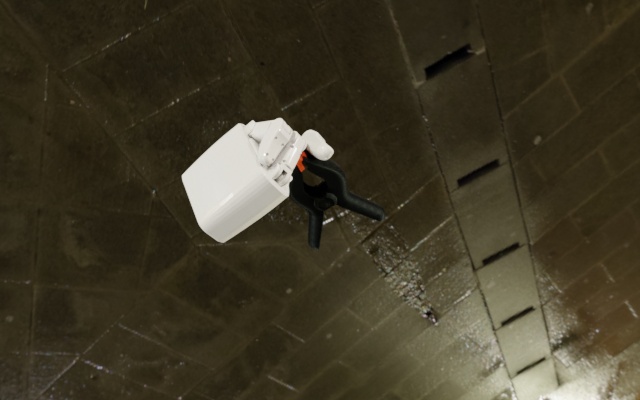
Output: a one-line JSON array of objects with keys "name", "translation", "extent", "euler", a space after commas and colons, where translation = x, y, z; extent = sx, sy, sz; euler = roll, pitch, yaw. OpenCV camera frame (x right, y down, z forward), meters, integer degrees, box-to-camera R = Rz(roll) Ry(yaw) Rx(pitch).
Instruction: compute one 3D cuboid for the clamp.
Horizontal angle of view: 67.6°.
[{"name": "clamp", "translation": [0.000, 0.002, 0.653], "extent": [0.120, 0.171, 0.039], "euler": [-36, 35, 12]}]
